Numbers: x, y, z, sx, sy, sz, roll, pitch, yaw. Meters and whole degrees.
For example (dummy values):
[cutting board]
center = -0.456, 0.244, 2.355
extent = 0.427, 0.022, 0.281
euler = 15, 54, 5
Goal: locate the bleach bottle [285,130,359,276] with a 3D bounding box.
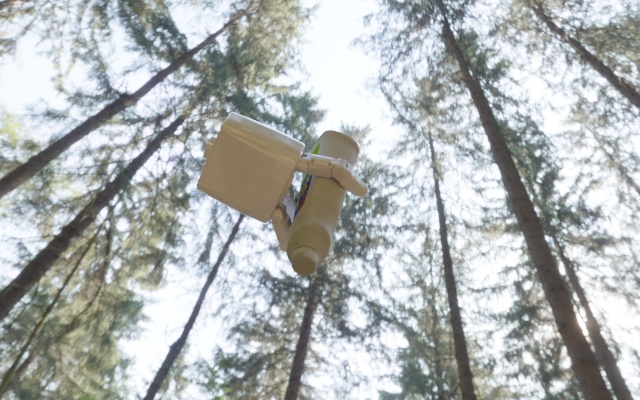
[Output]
[bleach bottle]
center = 0.000, 0.002, 0.645
extent = 0.068, 0.103, 0.250
euler = 25, 33, -8
